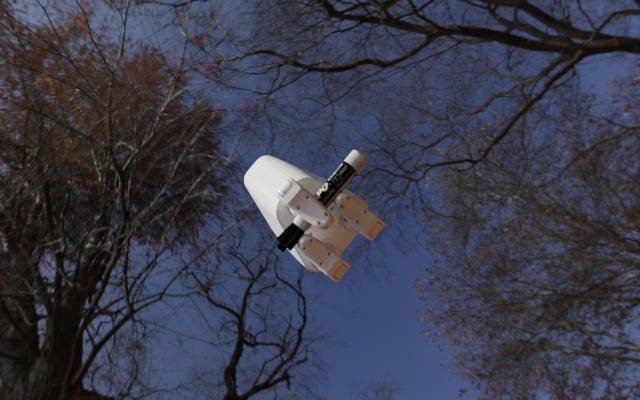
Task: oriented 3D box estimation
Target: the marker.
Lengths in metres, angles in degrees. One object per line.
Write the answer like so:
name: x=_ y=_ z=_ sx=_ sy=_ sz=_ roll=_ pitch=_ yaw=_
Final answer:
marker: x=0.000 y=0.002 z=0.464 sx=0.020 sy=0.121 sz=0.020 roll=41 pitch=-4 yaw=3
